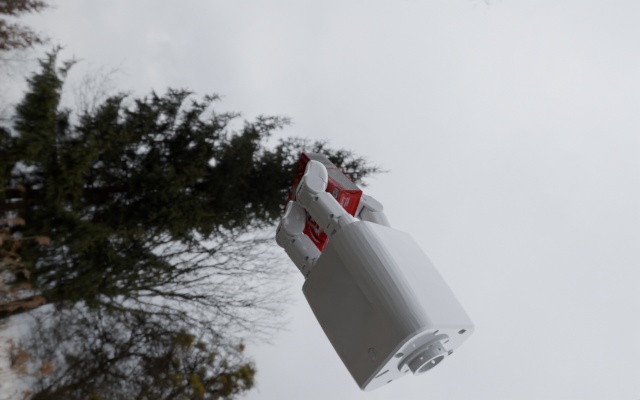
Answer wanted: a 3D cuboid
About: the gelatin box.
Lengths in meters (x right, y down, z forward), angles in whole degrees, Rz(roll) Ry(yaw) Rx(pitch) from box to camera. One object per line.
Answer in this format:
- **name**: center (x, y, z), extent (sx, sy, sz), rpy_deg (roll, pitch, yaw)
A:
- **gelatin box**: center (0.000, 0.001, 0.493), extent (0.030, 0.073, 0.089), rpy_deg (2, 30, -33)
